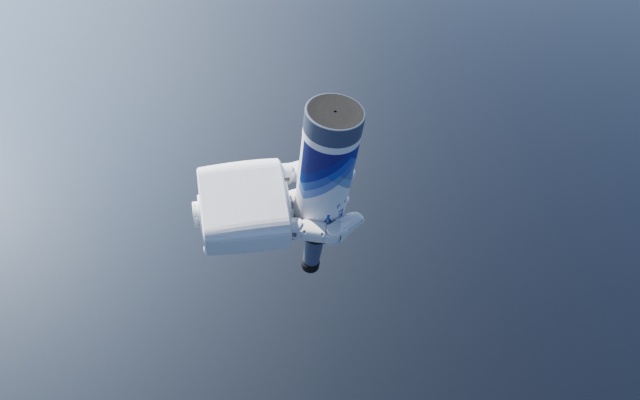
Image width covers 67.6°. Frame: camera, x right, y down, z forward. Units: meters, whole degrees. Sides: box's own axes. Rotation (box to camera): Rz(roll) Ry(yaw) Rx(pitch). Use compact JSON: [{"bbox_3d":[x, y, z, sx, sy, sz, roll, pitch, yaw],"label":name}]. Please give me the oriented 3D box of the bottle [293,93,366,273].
[{"bbox_3d":[0.000,0.002,0.620,0.069,0.069,0.296,0,-42,-8],"label":"bottle"}]
